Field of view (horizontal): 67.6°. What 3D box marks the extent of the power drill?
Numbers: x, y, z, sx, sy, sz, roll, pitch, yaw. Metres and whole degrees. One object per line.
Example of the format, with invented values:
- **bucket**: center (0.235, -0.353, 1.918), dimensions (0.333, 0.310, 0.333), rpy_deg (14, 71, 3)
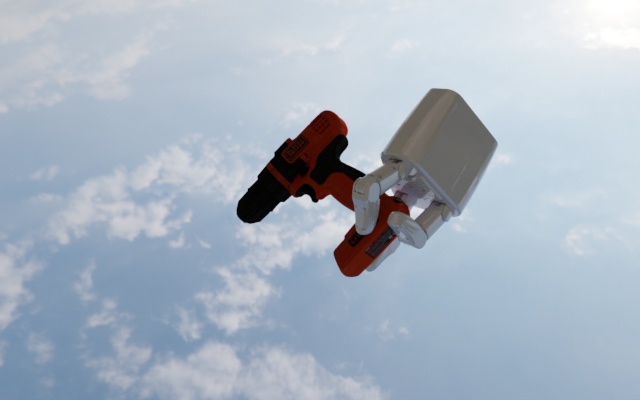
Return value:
- **power drill**: center (0.001, 0.002, 0.580), dimensions (0.187, 0.184, 0.057), rpy_deg (47, 7, 29)
